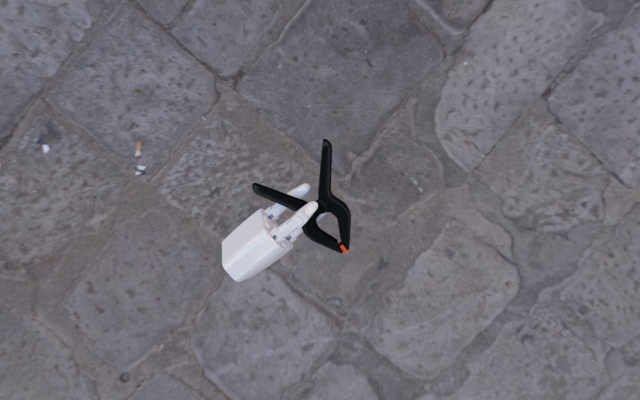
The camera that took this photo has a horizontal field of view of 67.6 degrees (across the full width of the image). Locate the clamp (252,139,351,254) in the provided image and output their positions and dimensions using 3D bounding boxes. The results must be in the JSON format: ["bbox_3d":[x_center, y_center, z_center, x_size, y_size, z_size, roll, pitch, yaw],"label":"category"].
[{"bbox_3d":[0.000,0.004,0.880,0.164,0.210,0.036,-38,10,9],"label":"clamp"}]
